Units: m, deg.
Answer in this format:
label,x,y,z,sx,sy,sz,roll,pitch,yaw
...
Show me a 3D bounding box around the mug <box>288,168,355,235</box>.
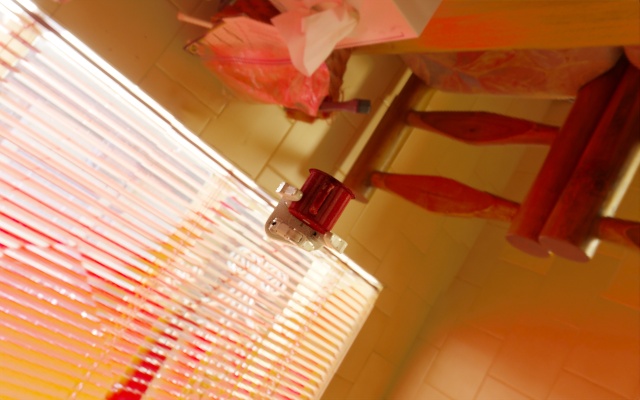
label,x,y,z,sx,sy,sz,roll,pitch,yaw
mug,0.000,0.003,0.795,0.093,0.081,0.117,33,-10,0
